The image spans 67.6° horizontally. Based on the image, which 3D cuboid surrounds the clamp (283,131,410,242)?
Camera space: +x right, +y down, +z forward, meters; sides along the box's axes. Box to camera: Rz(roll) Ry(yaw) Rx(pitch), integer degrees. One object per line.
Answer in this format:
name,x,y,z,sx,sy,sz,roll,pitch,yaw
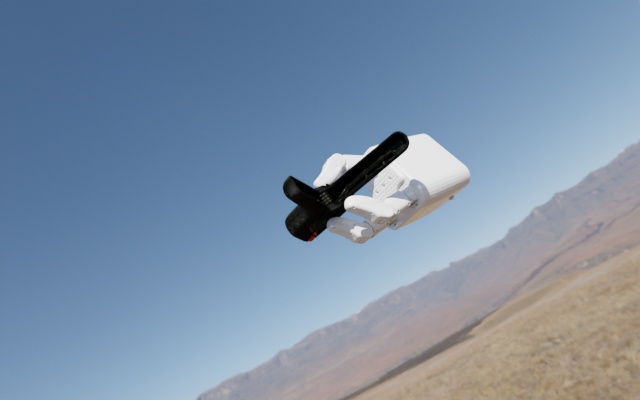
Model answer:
clamp,0.000,0.001,0.578,0.164,0.036,0.210,-21,-19,-34
